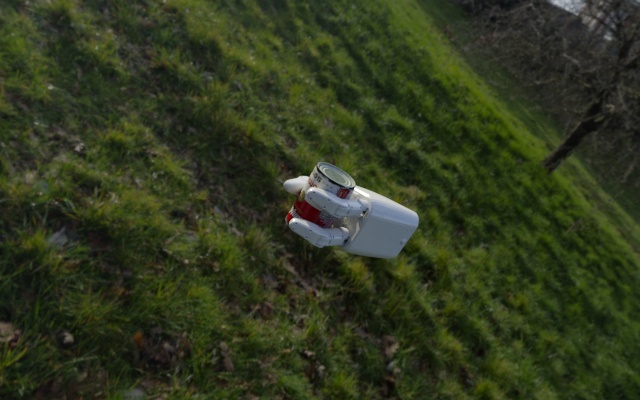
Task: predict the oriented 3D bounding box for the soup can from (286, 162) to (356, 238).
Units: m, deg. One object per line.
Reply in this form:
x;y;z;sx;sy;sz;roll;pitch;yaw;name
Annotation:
0.000;0.002;0.718;0.068;0.102;0.068;26;23;-12;soup can
